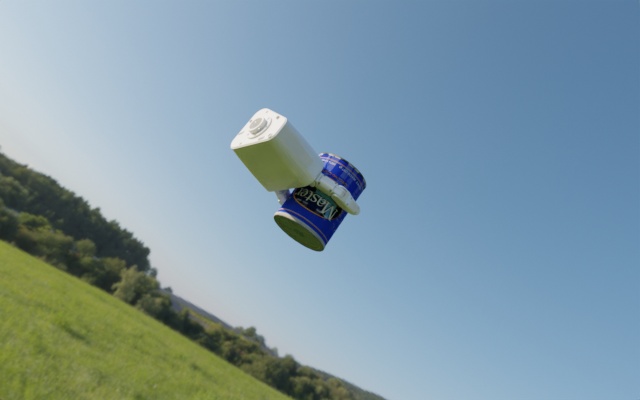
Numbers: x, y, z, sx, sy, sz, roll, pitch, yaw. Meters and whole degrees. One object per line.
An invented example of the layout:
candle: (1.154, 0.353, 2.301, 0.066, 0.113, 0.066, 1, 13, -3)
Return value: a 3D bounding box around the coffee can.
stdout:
coffee can: (0.000, 0.003, 0.829, 0.103, 0.140, 0.103, 31, -20, 13)
